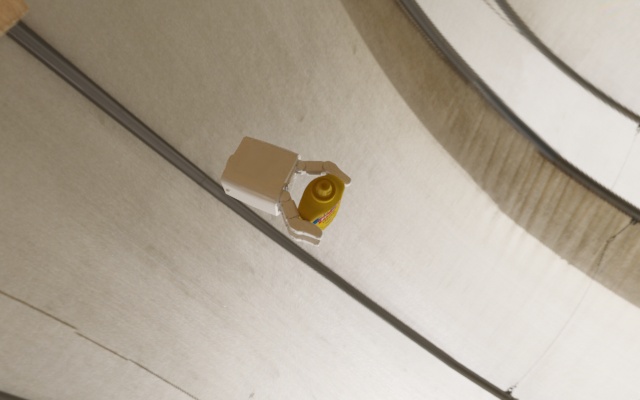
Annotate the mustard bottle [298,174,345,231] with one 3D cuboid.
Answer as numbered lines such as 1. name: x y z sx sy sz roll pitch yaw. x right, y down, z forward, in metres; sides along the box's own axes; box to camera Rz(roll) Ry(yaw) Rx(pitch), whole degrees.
1. mustard bottle: 0.000 0.003 0.832 0.096 0.058 0.192 -43 -10 -14
